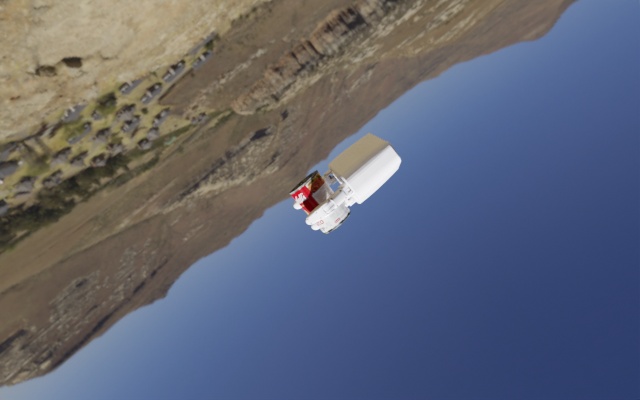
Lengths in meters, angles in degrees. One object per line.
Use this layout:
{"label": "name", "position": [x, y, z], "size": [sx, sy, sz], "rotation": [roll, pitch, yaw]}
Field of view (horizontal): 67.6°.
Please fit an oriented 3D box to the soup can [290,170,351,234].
{"label": "soup can", "position": [0.000, 0.003, 0.897], "size": [0.068, 0.102, 0.068], "rotation": [-39, 9, 7]}
